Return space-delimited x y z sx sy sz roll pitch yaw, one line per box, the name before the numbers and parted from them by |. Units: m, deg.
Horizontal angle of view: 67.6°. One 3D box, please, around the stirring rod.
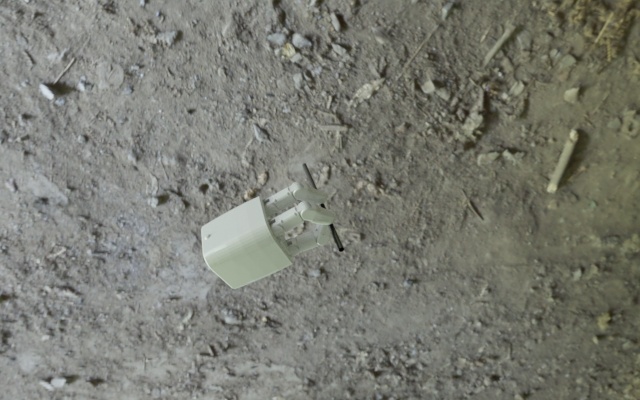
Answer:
stirring rod | 0.000 0.002 0.758 0.011 0.011 0.239 0 33 -17
